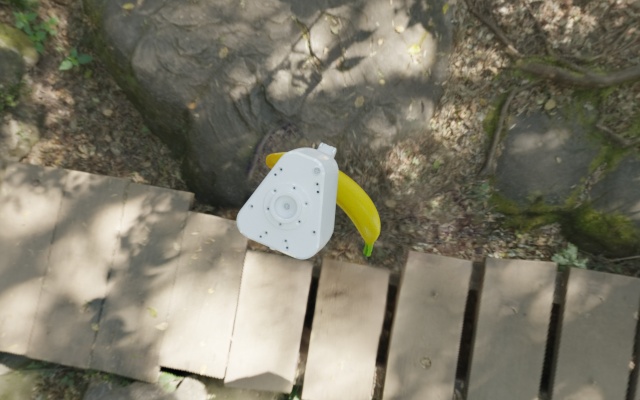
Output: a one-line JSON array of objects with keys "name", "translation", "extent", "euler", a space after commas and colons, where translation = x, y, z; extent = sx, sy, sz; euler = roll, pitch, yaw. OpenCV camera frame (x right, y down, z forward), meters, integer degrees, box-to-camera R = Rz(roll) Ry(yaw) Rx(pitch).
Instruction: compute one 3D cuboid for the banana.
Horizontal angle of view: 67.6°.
[{"name": "banana", "translation": [0.015, -0.008, 0.641], "extent": [0.070, 0.198, 0.037], "euler": [-45, 3, 18]}]
